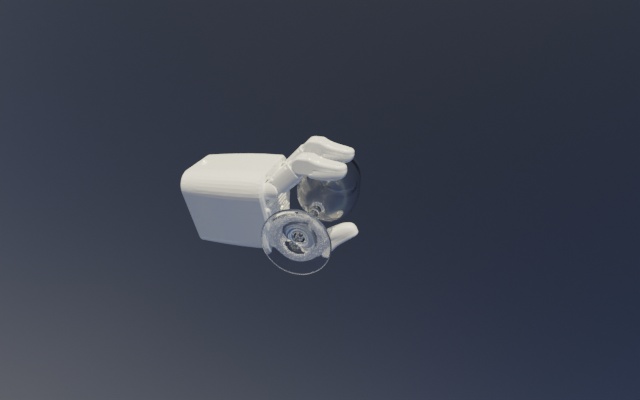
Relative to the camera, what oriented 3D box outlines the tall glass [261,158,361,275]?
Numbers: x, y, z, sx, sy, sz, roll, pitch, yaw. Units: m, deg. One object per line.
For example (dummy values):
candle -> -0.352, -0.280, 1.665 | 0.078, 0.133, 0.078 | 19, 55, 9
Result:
tall glass -> 0.000, 0.002, 0.563 | 0.079, 0.079, 0.201 | 0, 24, 17
